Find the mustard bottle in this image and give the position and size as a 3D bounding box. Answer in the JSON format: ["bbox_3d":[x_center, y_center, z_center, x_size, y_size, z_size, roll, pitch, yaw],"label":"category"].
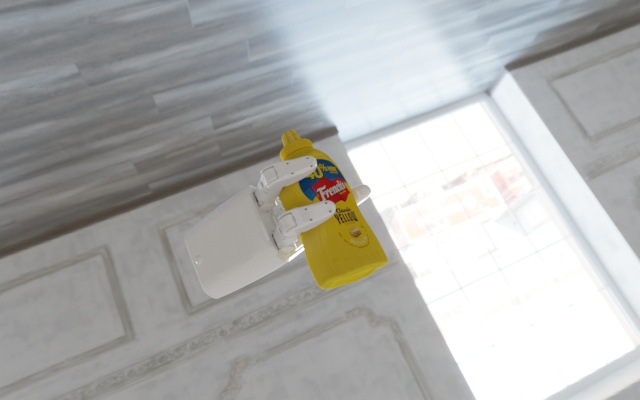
[{"bbox_3d":[0.000,0.002,0.551,0.096,0.191,0.058,-8,-25,-45],"label":"mustard bottle"}]
